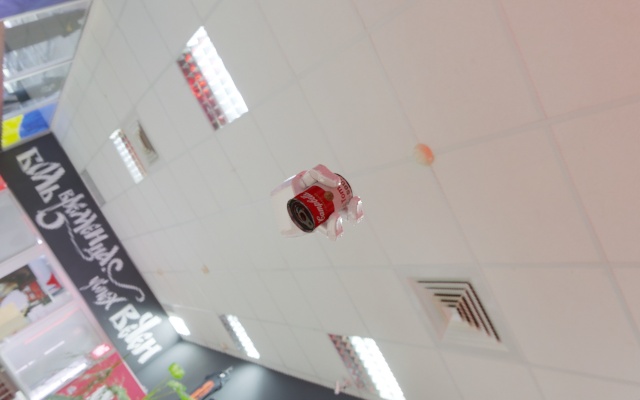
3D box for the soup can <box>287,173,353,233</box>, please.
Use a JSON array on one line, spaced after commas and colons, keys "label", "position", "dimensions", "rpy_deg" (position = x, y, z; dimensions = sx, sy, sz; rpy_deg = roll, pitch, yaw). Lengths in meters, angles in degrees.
[{"label": "soup can", "position": [0.001, 0.002, 0.844], "dimensions": [0.102, 0.068, 0.068], "rpy_deg": [-35, 20, -33]}]
